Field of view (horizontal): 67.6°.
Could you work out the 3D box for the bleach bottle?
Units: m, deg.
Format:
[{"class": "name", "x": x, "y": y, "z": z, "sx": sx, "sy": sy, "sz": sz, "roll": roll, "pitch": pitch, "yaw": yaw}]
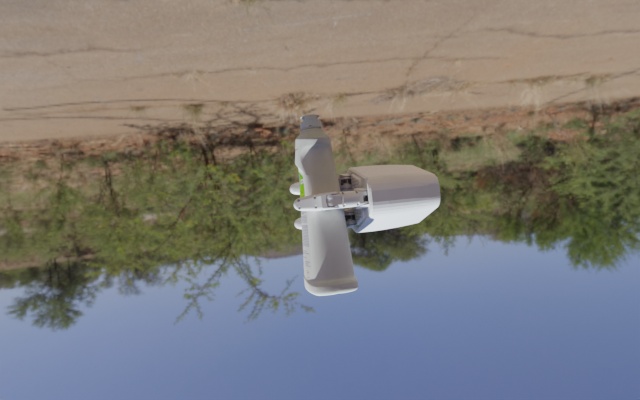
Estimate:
[{"class": "bleach bottle", "x": 0.000, "y": 0.002, "z": 0.683, "sx": 0.068, "sy": 0.251, "sz": 0.102, "roll": -6, "pitch": -1, "yaw": -13}]
